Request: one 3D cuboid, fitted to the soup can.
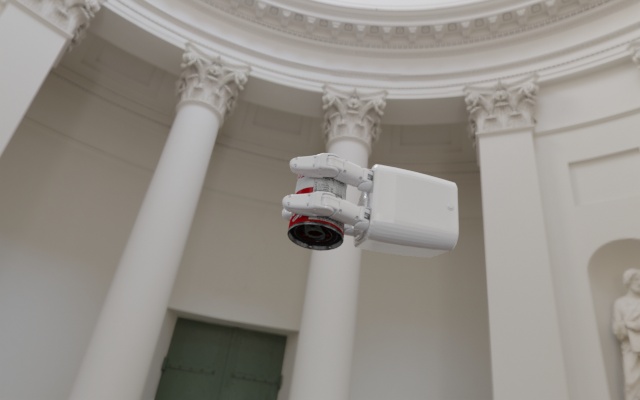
[{"bbox_3d":[0.000,0.002,0.596,0.068,0.102,0.068,6,-31,4],"label":"soup can"}]
